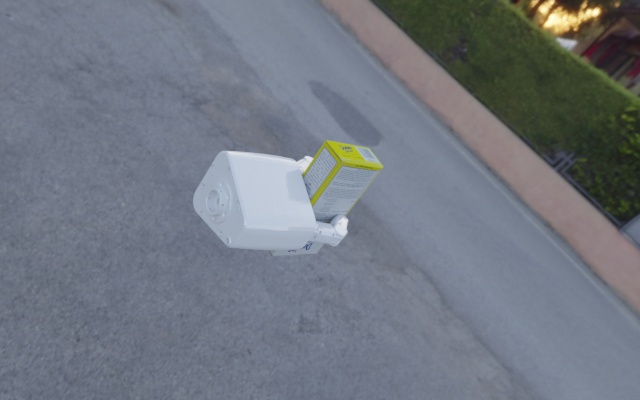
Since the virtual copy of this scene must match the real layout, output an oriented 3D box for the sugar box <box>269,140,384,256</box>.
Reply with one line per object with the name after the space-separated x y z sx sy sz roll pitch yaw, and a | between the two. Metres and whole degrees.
0.000 0.002 0.654 0.093 0.048 0.176 4 -46 -47 | sugar box
